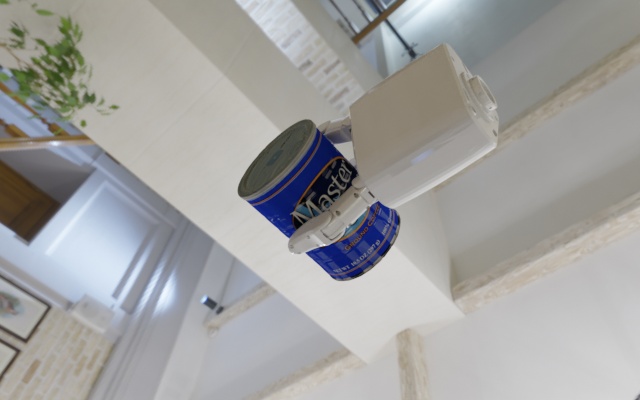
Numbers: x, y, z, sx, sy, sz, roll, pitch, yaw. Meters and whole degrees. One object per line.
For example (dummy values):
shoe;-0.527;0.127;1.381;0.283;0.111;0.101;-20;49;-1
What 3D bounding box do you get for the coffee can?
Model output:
coffee can;0.000;0.002;0.495;0.140;0.102;0.103;44;-21;-23
